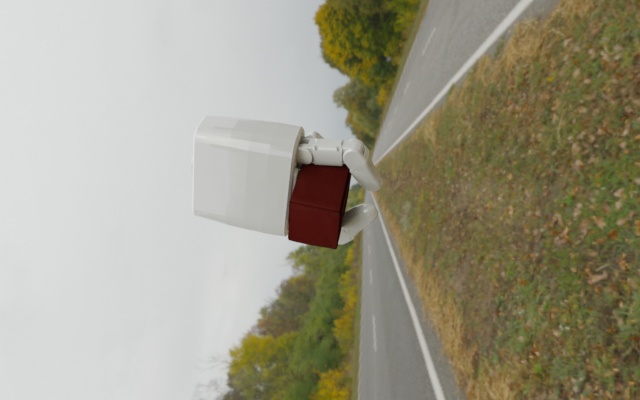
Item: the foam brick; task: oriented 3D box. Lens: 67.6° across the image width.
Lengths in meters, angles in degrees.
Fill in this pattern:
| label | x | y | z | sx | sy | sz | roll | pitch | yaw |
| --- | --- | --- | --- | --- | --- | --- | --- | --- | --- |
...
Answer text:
| label | x | y | z | sx | sy | sz | roll | pitch | yaw |
| --- | --- | --- | --- | --- | --- | --- | --- | --- | --- |
| foam brick | 0.000 | 0.002 | 0.482 | 0.051 | 0.053 | 0.078 | 10 | 41 | 4 |
